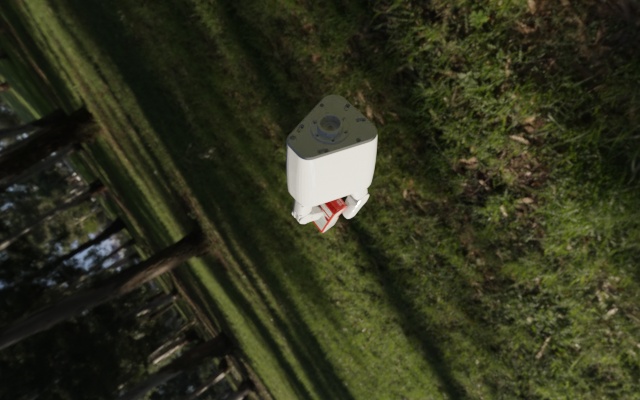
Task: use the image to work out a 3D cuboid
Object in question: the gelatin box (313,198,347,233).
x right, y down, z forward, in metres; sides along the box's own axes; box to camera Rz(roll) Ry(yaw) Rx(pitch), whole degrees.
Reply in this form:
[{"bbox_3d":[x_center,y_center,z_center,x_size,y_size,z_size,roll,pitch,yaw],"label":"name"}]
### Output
[{"bbox_3d":[0.000,0.003,0.757,0.030,0.073,0.089,-34,-12,-23],"label":"gelatin box"}]
